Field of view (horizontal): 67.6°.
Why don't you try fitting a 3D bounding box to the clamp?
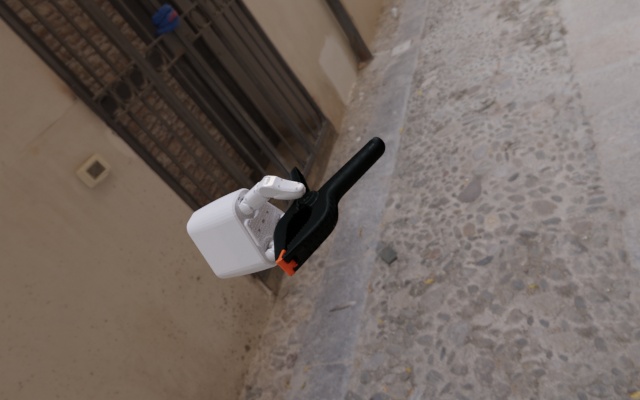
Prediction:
[{"bbox_3d":[-0.001,0.002,0.610,0.164,0.036,0.209,-22,32,34],"label":"clamp"}]
